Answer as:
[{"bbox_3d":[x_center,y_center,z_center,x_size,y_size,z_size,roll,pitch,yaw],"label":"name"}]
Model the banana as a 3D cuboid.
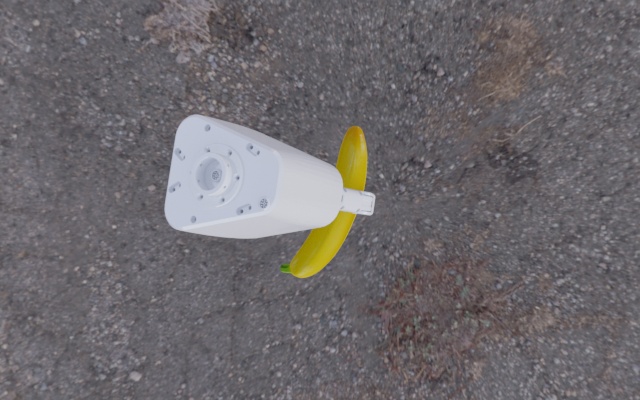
[{"bbox_3d":[0.010,0.014,0.536,0.037,0.198,0.069,15,18,-47],"label":"banana"}]
